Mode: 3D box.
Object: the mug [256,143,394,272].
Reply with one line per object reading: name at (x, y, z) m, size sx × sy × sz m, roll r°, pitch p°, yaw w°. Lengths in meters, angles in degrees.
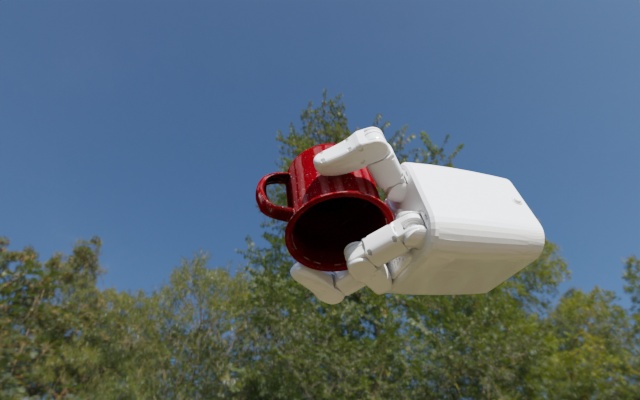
mug at (-0.001, 0.001, 0.424) m, size 0.117 × 0.093 × 0.081 m, roll 7°, pitch 39°, yaw -16°
